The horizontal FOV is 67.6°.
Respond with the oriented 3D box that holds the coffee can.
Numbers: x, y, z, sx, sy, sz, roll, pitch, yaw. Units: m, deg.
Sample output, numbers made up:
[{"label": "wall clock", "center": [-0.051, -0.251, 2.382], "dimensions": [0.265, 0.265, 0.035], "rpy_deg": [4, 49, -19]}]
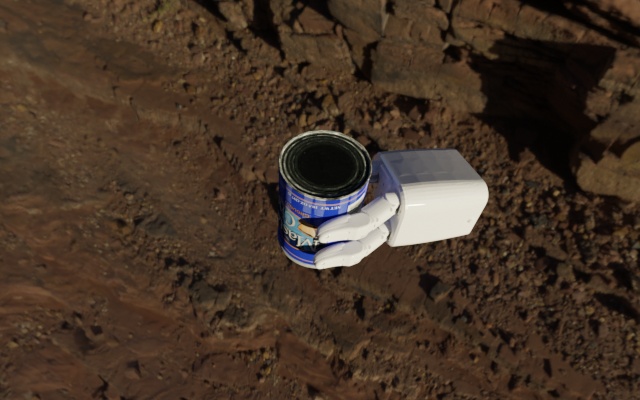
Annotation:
[{"label": "coffee can", "center": [0.000, 0.002, 0.571], "dimensions": [0.103, 0.102, 0.140], "rpy_deg": [0, -38, -6]}]
